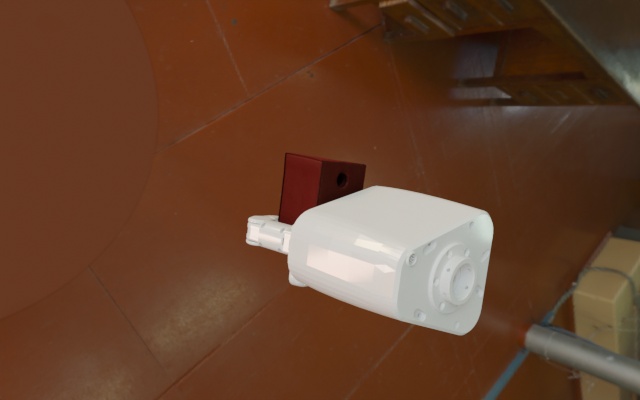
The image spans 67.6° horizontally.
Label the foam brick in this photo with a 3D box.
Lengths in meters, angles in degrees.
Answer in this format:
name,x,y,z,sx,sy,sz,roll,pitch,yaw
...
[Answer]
name,x,y,z,sx,sy,sz,roll,pitch,yaw
foam brick,0.000,0.001,0.412,0.053,0.078,0.051,2,8,-41
